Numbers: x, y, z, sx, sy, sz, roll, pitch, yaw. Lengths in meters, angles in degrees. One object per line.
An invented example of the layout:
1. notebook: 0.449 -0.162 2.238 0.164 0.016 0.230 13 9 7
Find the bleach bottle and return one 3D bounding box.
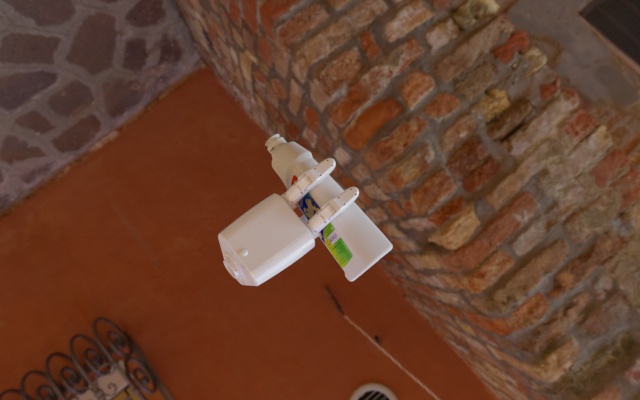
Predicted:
1. bleach bottle: 0.000 0.002 0.743 0.068 0.251 0.103 -35 -11 -25
